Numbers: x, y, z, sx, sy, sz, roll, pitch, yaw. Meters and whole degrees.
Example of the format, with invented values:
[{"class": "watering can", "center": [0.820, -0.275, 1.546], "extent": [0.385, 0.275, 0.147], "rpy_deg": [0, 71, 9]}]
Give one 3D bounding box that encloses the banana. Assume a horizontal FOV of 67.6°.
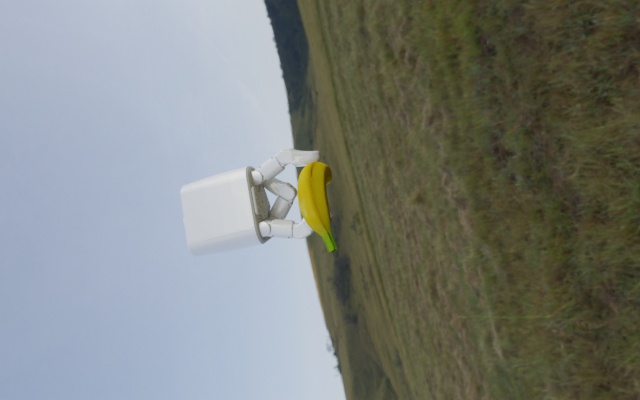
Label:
[{"class": "banana", "center": [-0.005, -0.012, 0.620], "extent": [0.037, 0.070, 0.197], "rpy_deg": [-14, 28, 8]}]
